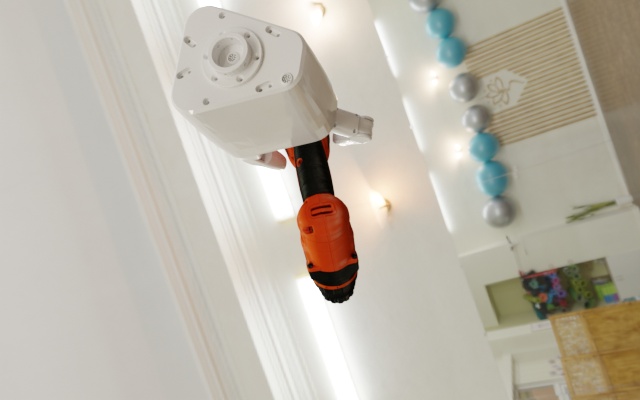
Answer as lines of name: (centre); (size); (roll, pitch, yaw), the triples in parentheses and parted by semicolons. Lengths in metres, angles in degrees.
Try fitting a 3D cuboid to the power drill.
power drill: (0.000, 0.001, 0.509); (0.057, 0.187, 0.185); (-12, -33, -3)
